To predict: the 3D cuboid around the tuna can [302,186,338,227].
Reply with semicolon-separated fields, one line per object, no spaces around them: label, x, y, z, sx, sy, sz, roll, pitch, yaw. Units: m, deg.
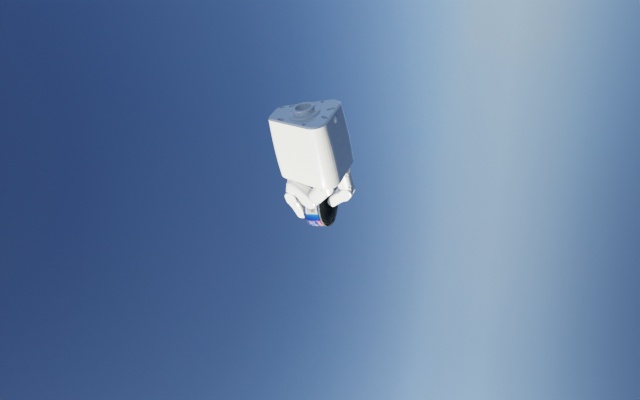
tuna can;0.000;0.003;0.843;0.034;0.086;0.086;1;0;24
